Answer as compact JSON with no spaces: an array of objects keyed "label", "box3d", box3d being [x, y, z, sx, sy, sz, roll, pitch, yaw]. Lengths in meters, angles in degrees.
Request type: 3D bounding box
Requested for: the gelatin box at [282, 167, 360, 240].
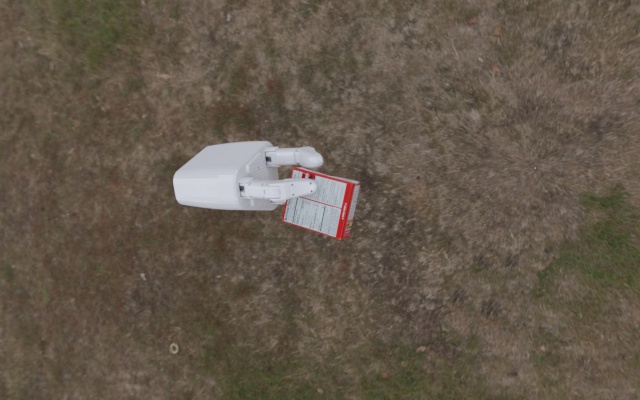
[{"label":"gelatin box","box3d":[0.000,0.002,0.607,0.089,0.073,0.030,16,11,25]}]
